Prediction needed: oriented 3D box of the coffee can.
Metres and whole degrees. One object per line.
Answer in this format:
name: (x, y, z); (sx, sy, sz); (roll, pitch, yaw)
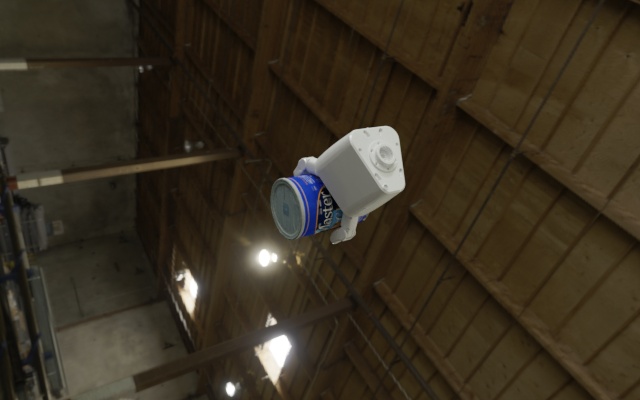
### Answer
coffee can: (0.000, 0.003, 0.816); (0.140, 0.103, 0.103); (-12, 6, -32)
